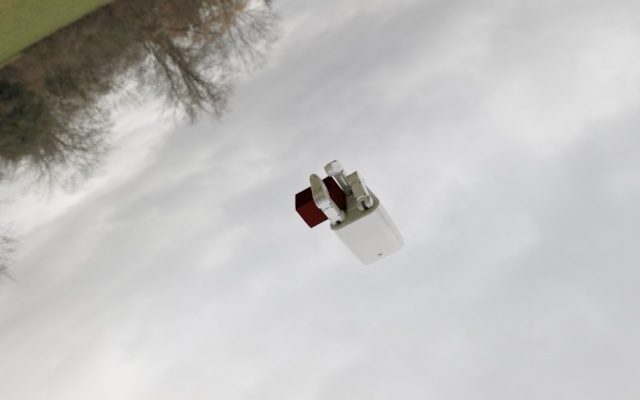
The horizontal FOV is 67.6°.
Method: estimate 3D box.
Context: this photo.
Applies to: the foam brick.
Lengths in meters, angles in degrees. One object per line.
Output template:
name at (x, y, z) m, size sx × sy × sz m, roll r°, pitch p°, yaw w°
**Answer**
foam brick at (0.000, 0.003, 0.844) m, size 0.078 × 0.051 × 0.053 m, roll -28°, pitch 30°, yaw 17°
